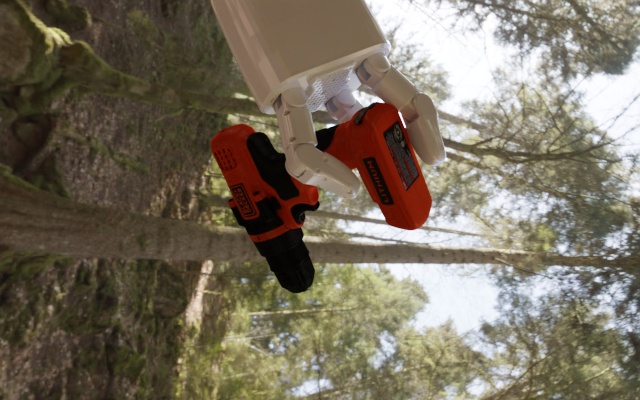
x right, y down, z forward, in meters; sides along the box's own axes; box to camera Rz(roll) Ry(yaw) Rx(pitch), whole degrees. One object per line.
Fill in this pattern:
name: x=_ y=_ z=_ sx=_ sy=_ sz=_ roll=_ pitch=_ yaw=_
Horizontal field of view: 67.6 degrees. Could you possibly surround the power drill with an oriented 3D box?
power drill: x=0.000 y=0.001 z=0.437 sx=0.187 sy=0.184 sz=0.057 roll=-13 pitch=21 yaw=34
